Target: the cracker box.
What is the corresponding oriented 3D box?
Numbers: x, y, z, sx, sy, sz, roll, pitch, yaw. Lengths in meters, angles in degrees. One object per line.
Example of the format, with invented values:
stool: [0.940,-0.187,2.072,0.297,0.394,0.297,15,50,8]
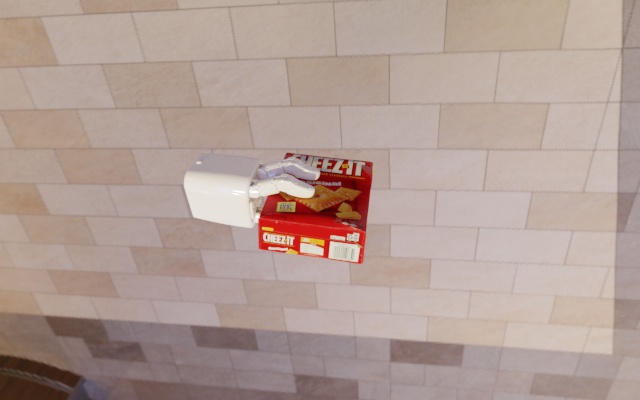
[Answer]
cracker box: [0.000,0.003,0.796,0.164,0.072,0.213,7,35,5]
